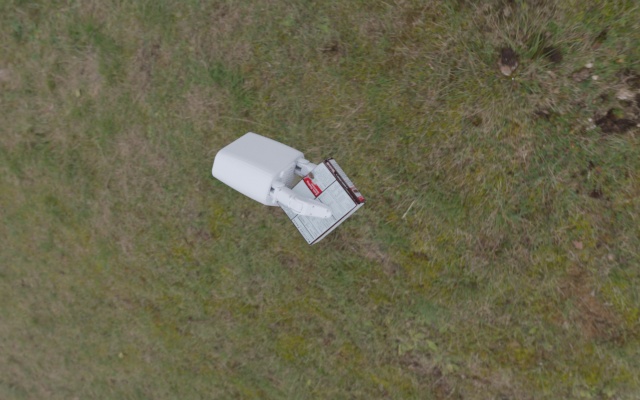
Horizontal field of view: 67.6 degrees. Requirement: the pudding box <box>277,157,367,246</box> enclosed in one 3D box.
[{"bbox_3d":[0.000,0.002,0.743,0.113,0.090,0.039,-41,-7,27],"label":"pudding box"}]
